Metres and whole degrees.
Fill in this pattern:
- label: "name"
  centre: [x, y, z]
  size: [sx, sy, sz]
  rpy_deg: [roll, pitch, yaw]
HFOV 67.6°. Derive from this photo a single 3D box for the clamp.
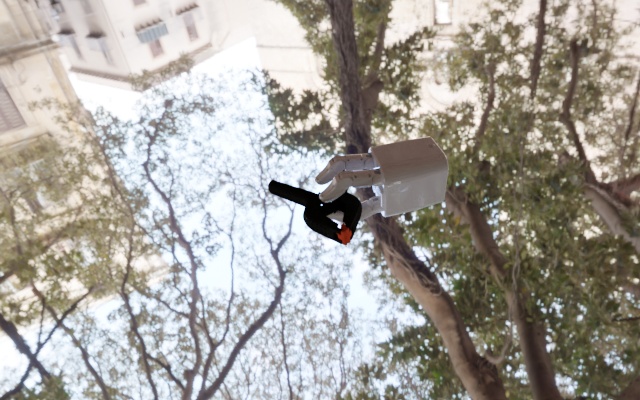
- label: "clamp"
  centre: [0.001, 0.003, 0.780]
  size: [0.164, 0.036, 0.209]
  rpy_deg: [-13, 34, -2]
